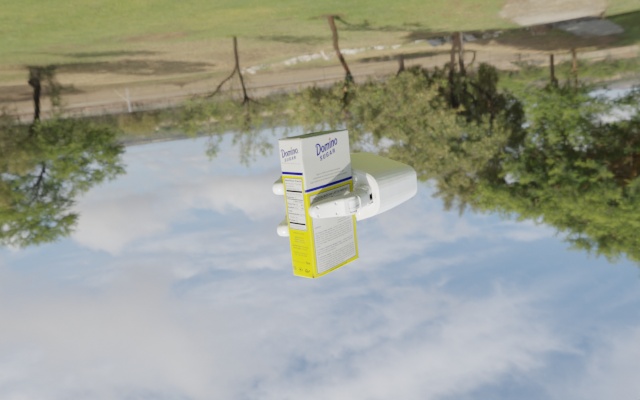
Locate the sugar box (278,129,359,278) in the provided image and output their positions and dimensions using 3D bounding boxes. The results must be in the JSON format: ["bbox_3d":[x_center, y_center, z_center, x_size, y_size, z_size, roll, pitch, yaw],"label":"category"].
[{"bbox_3d":[0.000,0.002,0.612,0.048,0.176,0.093,3,14,42],"label":"sugar box"}]
